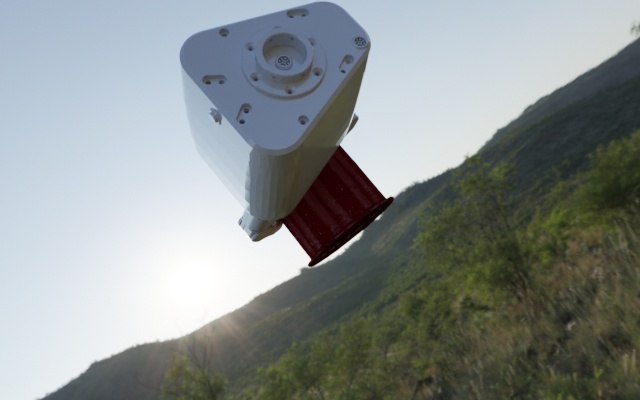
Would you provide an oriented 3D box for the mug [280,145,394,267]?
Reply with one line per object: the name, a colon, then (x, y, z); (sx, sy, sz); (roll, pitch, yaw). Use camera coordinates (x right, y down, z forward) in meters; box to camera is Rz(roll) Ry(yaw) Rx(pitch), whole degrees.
mug: (0.000, 0.002, 0.425); (0.093, 0.081, 0.117); (-35, -11, -19)
